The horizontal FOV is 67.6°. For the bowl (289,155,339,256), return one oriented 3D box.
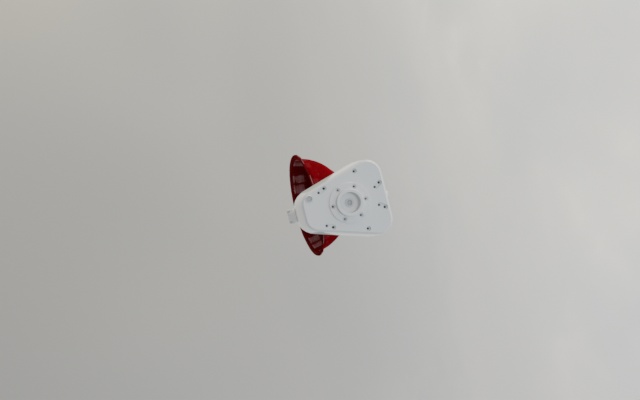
[{"bbox_3d":[0.000,0.002,0.753,0.055,0.162,0.162,-14,4,-16],"label":"bowl"}]
